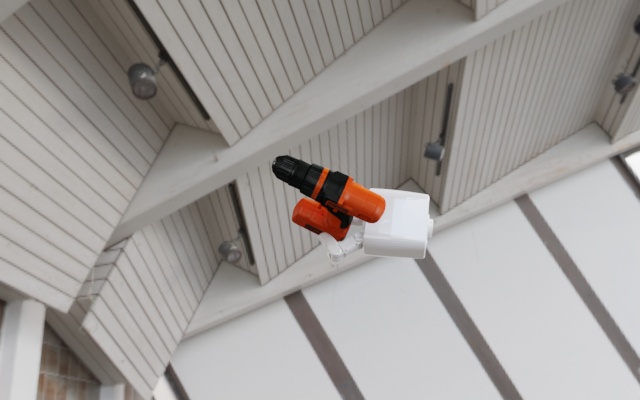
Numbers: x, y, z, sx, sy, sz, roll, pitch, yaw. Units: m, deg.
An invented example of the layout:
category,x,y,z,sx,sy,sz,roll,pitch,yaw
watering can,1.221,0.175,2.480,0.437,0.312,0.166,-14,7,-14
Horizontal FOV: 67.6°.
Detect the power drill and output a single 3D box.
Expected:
category,x,y,z,sx,sy,sz,roll,pitch,yaw
power drill,0.000,0.003,0.787,0.184,0.057,0.188,26,-19,-1
